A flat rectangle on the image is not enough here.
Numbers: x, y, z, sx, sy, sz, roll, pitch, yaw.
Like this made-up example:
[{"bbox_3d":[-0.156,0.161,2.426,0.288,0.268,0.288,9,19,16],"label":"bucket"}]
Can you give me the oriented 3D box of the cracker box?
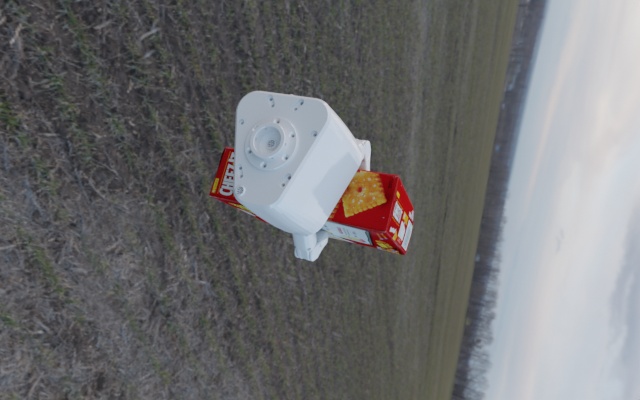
[{"bbox_3d":[0.000,0.002,0.593,0.213,0.072,0.164,12,-10,20],"label":"cracker box"}]
